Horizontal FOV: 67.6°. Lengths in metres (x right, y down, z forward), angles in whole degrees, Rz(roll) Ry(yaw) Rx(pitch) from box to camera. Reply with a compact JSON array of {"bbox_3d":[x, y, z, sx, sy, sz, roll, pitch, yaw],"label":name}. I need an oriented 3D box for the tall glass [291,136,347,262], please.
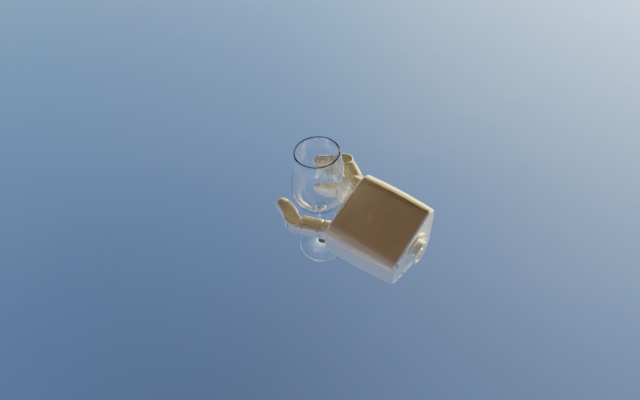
[{"bbox_3d":[0.000,0.003,0.694,0.079,0.079,0.201,0,-41,4],"label":"tall glass"}]
